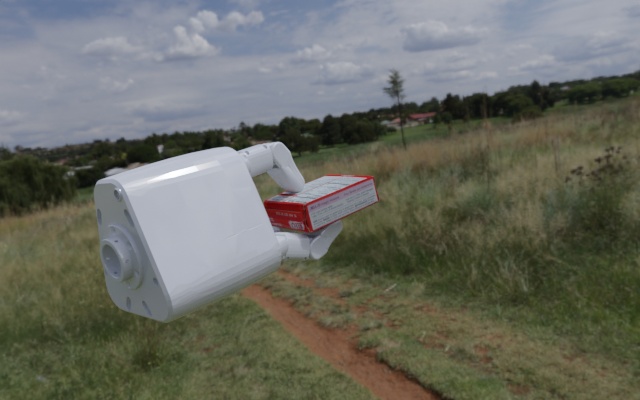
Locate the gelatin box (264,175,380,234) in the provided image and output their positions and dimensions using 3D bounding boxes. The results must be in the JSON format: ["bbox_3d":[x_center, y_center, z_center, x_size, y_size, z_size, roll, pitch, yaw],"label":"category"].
[{"bbox_3d":[0.000,0.001,0.467,0.089,0.030,0.073,-24,17,-33],"label":"gelatin box"}]
